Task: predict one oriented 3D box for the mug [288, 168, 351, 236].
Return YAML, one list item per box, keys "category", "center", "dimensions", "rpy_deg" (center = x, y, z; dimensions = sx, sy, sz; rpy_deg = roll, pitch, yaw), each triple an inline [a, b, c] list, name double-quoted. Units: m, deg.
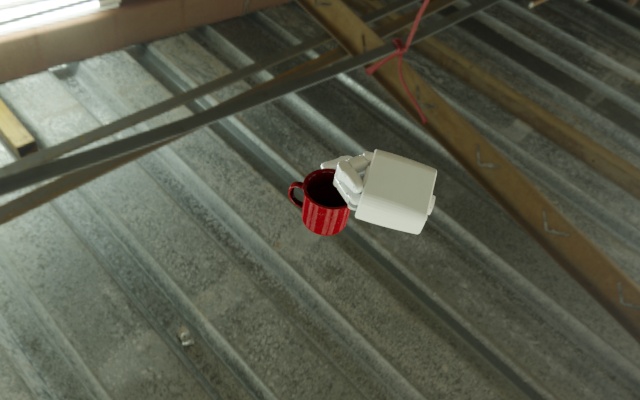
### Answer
- category: "mug"
  center: [-0.001, 0.002, 0.818]
  dimensions: [0.117, 0.093, 0.082]
  rpy_deg: [17, -42, 5]
